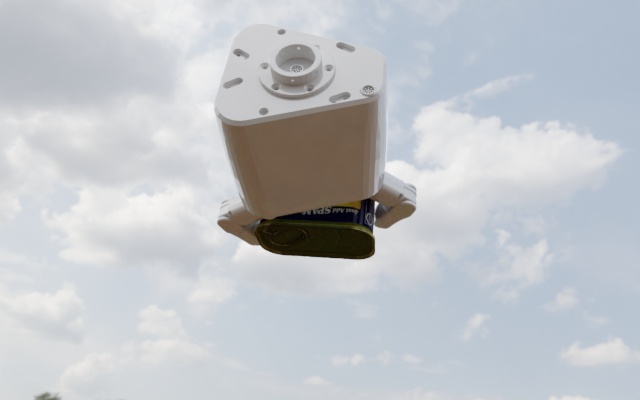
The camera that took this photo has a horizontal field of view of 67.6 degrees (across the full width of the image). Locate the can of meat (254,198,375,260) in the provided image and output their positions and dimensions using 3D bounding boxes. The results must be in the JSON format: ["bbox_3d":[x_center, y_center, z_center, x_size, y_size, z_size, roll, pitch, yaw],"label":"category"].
[{"bbox_3d":[0.000,0.001,0.426,0.102,0.084,0.057,2,-31,9],"label":"can of meat"}]
